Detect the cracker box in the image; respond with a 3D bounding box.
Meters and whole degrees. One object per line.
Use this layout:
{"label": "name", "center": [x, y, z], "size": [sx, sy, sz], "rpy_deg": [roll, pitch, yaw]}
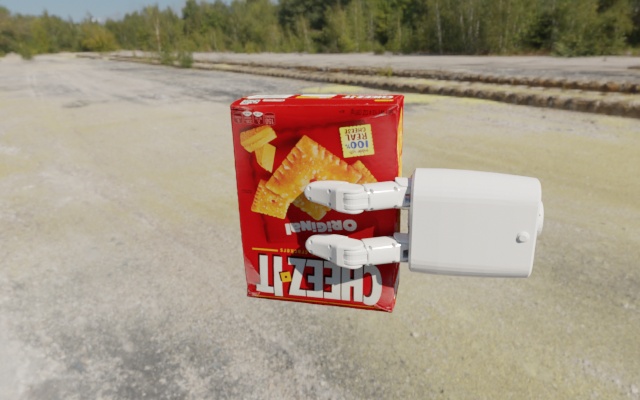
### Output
{"label": "cracker box", "center": [0.000, 0.001, 0.492], "size": [0.164, 0.214, 0.072], "rpy_deg": [3, 20, 14]}
